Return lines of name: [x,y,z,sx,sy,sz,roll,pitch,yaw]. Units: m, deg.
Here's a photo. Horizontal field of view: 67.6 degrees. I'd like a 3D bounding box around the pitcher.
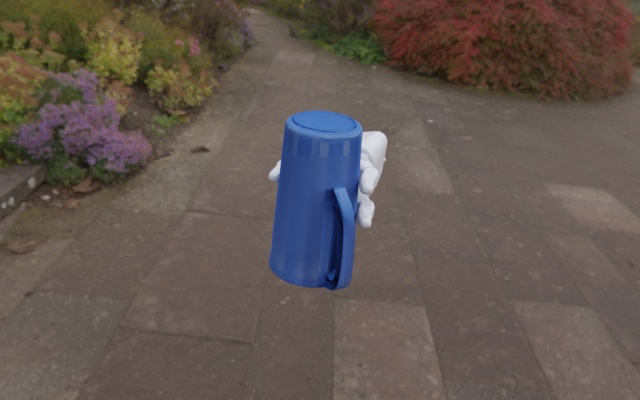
pitcher: [0.000,0.002,0.701,0.149,0.243,0.145,14,28,16]
